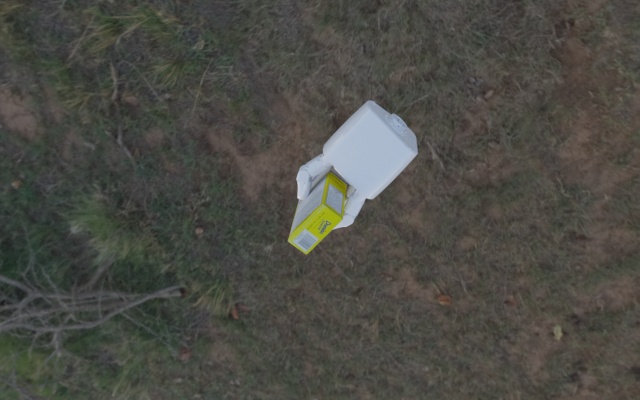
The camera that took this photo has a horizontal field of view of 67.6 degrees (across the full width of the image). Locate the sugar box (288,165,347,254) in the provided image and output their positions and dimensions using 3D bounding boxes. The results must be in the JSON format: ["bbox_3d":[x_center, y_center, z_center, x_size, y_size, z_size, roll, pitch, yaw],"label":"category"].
[{"bbox_3d":[0.001,0.003,0.799,0.048,0.093,0.176,39,27,-12],"label":"sugar box"}]
